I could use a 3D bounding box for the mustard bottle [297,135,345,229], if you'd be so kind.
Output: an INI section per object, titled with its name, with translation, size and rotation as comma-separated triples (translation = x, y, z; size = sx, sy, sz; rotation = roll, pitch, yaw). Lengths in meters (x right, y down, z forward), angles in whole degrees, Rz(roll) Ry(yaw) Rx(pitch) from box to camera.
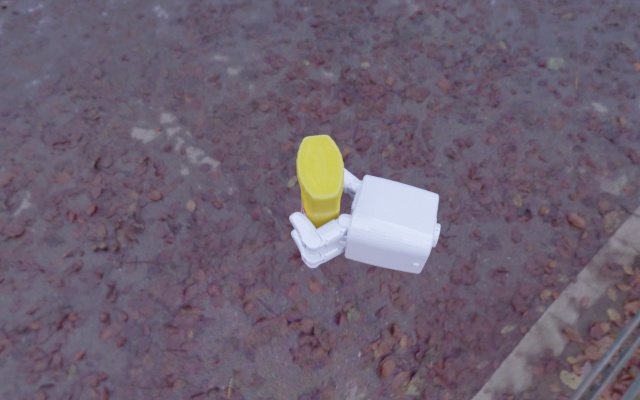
[mustard bottle]
translation = 0.000, 0.002, 0.659
size = 0.058, 0.096, 0.192
rotation = -8, -29, -4
